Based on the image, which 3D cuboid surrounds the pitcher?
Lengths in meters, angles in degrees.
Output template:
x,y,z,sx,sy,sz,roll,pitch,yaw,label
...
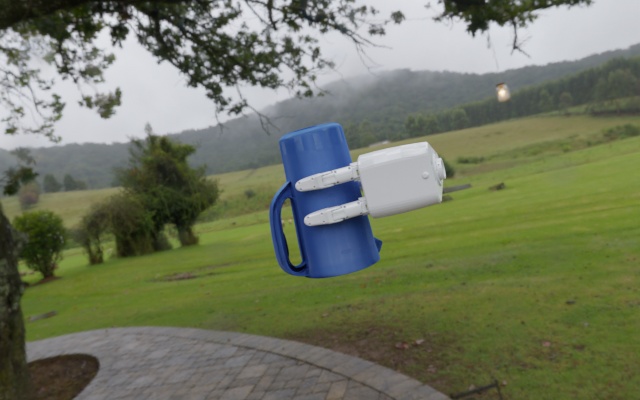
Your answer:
x,y,z,sx,sy,sz,roll,pitch,yaw,label
0.000,0.003,0.793,0.145,0.243,0.149,-12,5,24,pitcher
